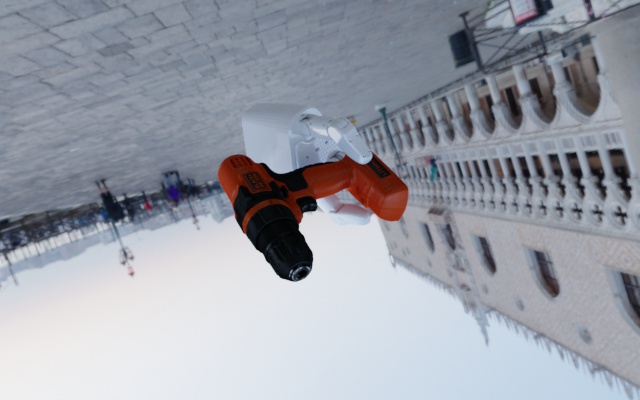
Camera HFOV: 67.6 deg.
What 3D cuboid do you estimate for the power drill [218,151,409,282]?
[{"bbox_3d":[0.000,0.002,0.520,0.187,0.057,0.184,-10,42,-28],"label":"power drill"}]
